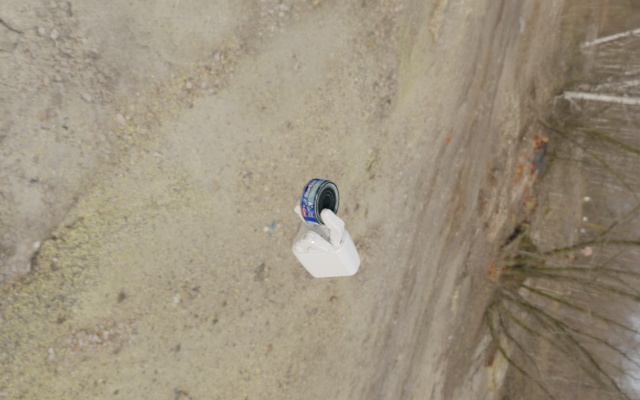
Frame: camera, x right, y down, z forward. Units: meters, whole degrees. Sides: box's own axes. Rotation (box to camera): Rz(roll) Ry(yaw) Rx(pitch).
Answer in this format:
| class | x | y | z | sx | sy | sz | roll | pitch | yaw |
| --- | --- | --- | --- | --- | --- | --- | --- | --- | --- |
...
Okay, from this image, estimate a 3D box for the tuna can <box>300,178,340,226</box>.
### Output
| class | x | y | z | sx | sy | sz | roll | pitch | yaw |
| --- | --- | --- | --- | --- | --- | --- | --- | --- | --- |
| tuna can | 0.001 | 0.003 | 0.885 | 0.034 | 0.086 | 0.086 | 10 | 5 | 33 |
